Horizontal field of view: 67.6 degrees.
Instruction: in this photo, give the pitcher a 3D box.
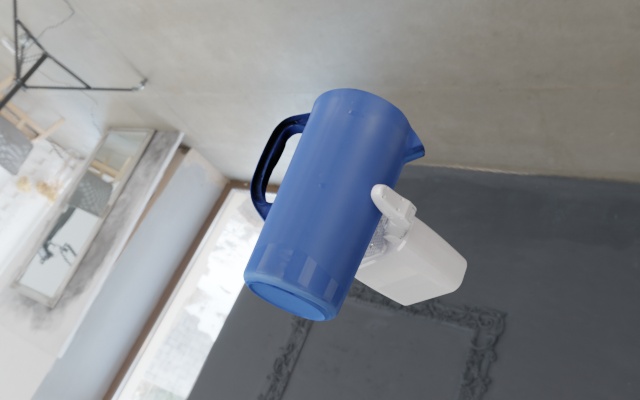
[{"bbox_3d":[0.000,0.002,0.545,0.145,0.242,0.149,35,-26,-22],"label":"pitcher"}]
